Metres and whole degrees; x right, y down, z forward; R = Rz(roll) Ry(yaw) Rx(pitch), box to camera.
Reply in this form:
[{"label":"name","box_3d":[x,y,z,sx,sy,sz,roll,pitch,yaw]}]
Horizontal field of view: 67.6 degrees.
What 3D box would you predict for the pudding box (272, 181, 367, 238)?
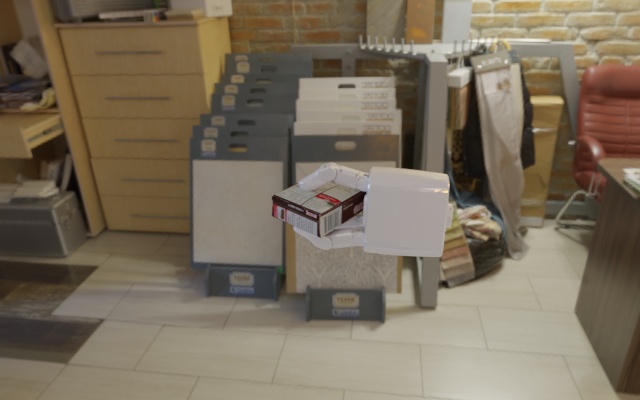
[{"label":"pudding box","box_3d":[0.000,0.002,0.681,0.090,0.039,0.113,21,31,34]}]
